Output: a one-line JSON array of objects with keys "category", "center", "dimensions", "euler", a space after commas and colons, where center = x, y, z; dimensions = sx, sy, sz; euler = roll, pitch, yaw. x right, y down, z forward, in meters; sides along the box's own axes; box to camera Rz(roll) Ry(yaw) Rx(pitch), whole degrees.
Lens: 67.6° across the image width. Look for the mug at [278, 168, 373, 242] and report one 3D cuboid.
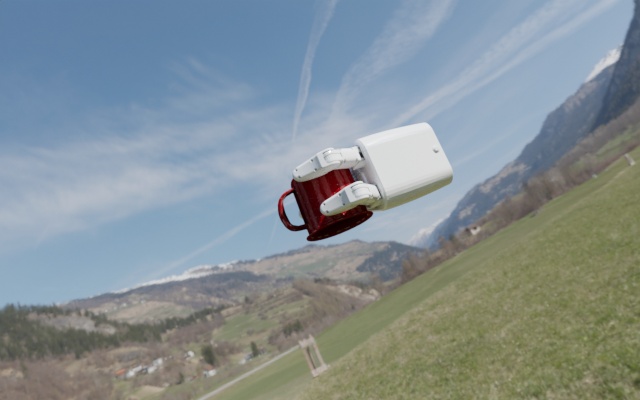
[{"category": "mug", "center": [-0.001, 0.002, 0.621], "dimensions": [0.117, 0.081, 0.093], "euler": [-17, -15, -18]}]
